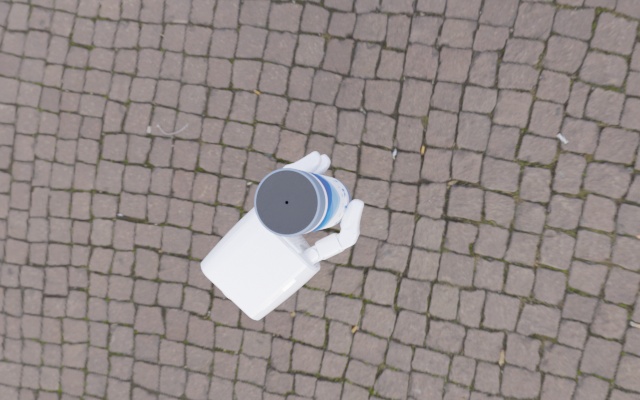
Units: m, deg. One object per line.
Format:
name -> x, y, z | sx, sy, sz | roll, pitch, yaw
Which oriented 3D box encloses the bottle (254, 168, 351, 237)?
bottle -> 0.000, 0.002, 0.599 | 0.069, 0.069, 0.296 | 0, 0, 13
